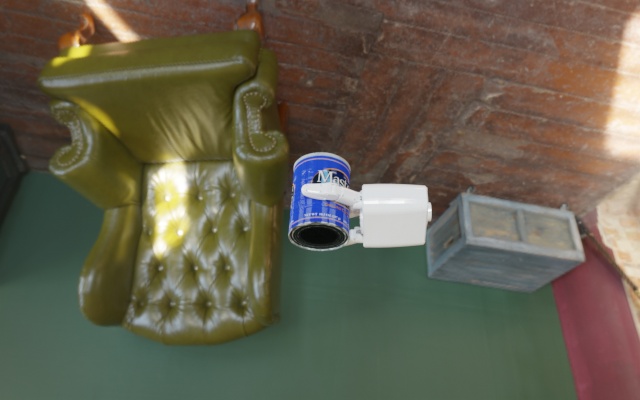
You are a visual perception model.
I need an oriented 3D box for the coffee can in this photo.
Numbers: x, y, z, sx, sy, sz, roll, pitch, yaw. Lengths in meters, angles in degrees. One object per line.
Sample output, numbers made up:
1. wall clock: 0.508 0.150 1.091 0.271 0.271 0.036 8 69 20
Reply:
1. coffee can: 0.000 0.003 0.828 0.103 0.140 0.103 2 -31 1
